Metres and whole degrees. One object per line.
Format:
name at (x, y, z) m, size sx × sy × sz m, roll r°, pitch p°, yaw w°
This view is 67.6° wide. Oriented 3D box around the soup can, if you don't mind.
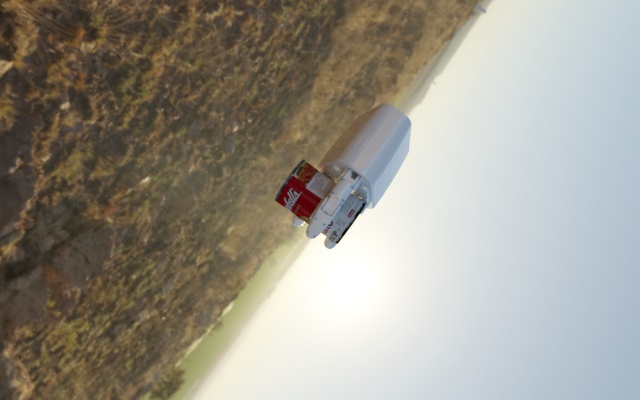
soup can at (0.000, 0.003, 0.632) m, size 0.102 × 0.068 × 0.068 m, roll 35°, pitch 2°, yaw 2°
